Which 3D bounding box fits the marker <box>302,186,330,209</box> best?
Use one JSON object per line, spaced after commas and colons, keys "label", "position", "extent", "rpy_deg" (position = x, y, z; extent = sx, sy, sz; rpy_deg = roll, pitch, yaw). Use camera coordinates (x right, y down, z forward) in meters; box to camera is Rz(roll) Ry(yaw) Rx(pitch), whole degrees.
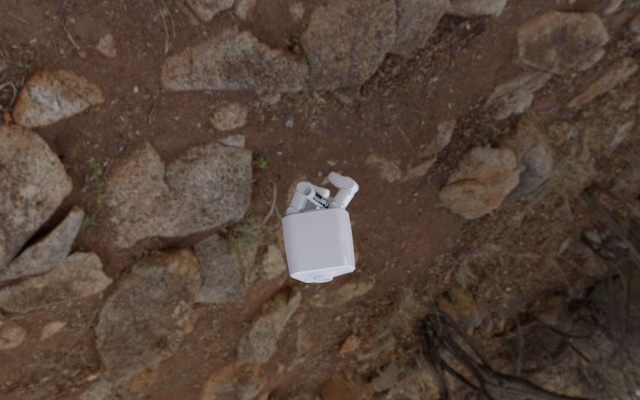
{"label": "marker", "position": [0.000, 0.003, 0.823], "extent": [0.020, 0.020, 0.121], "rpy_deg": [0, -17, 23]}
